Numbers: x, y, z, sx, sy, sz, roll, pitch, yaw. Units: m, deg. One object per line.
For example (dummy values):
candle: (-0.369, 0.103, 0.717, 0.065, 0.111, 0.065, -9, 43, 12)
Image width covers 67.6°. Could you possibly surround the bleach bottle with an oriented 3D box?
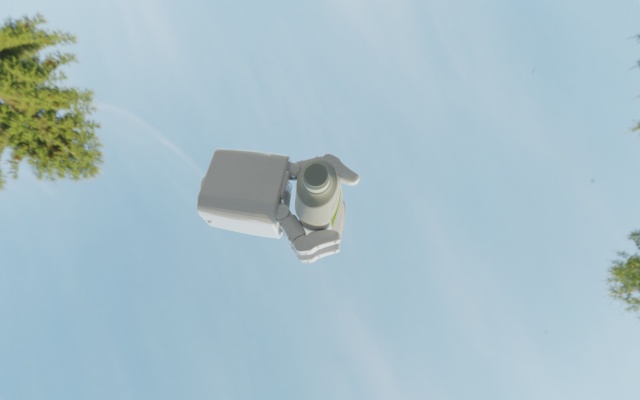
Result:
bleach bottle: (0.000, 0.002, 0.660, 0.068, 0.102, 0.251, 8, -18, 4)
